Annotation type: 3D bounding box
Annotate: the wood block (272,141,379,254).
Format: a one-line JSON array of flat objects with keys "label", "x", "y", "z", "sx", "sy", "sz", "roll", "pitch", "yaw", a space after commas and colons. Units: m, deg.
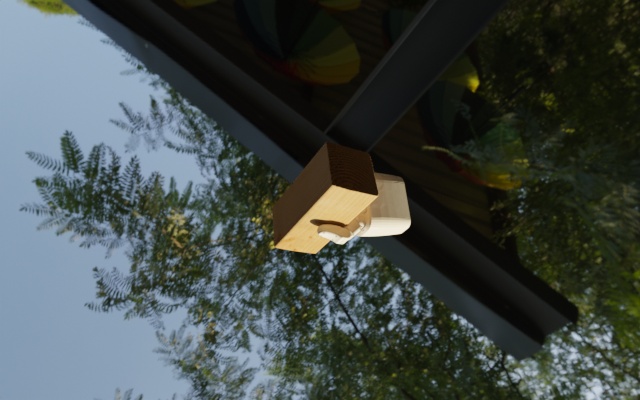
[{"label": "wood block", "x": 0.000, "y": 0.003, "z": 0.833, "sx": 0.090, "sy": 0.090, "sz": 0.206, "roll": 12, "pitch": -38, "yaw": -28}]
